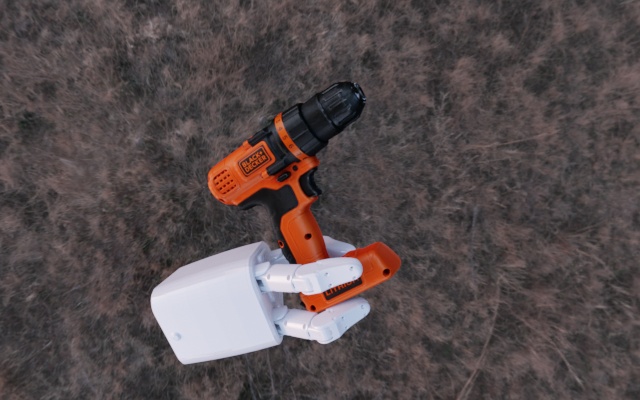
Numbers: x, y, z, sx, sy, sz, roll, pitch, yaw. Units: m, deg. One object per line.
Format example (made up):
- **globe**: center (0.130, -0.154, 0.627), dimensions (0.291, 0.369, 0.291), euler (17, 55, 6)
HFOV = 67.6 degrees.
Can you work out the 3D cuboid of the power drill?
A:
- **power drill**: center (0.000, 0.002, 0.470), dimensions (0.184, 0.187, 0.057), euler (-31, -1, 23)
